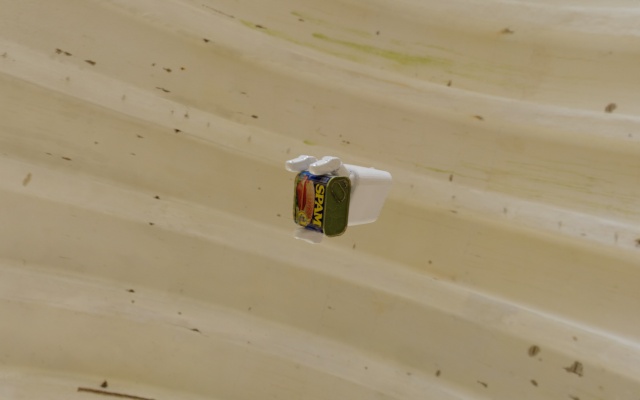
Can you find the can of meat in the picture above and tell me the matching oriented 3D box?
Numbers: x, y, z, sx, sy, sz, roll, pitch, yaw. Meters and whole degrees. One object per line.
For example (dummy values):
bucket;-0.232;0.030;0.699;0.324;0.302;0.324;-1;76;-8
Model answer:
can of meat;0.000;0.003;0.811;0.057;0.102;0.084;-6;15;-44
